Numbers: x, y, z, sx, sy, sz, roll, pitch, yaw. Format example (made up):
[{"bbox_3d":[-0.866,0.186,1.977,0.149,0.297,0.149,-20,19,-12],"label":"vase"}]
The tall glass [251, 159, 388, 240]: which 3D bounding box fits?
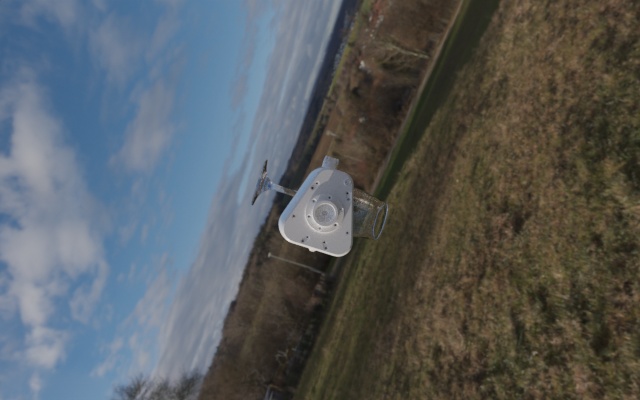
[{"bbox_3d":[-0.001,0.002,0.739,0.201,0.079,0.079,18,-2,-5],"label":"tall glass"}]
